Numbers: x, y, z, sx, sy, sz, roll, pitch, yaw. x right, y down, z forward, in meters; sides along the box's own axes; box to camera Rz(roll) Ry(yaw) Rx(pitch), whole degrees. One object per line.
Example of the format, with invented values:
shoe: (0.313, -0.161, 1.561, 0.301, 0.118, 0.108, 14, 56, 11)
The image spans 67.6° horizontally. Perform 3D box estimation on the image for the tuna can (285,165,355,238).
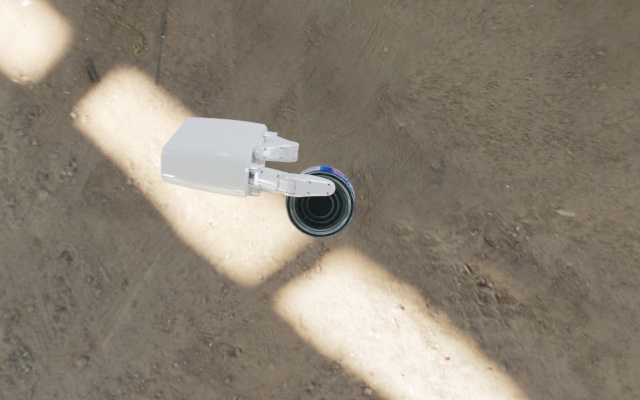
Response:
tuna can: (0.000, 0.002, 0.584, 0.086, 0.086, 0.033, 0, 14, 2)
